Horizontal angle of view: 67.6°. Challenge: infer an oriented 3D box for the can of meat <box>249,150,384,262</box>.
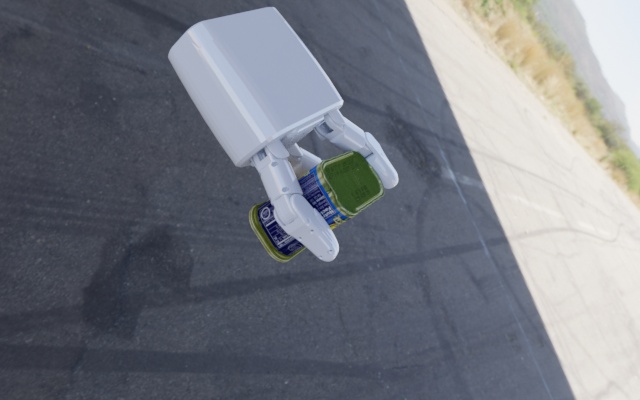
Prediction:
[{"bbox_3d":[0.000,0.001,0.428,0.084,0.057,0.102,-34,-2,30],"label":"can of meat"}]
